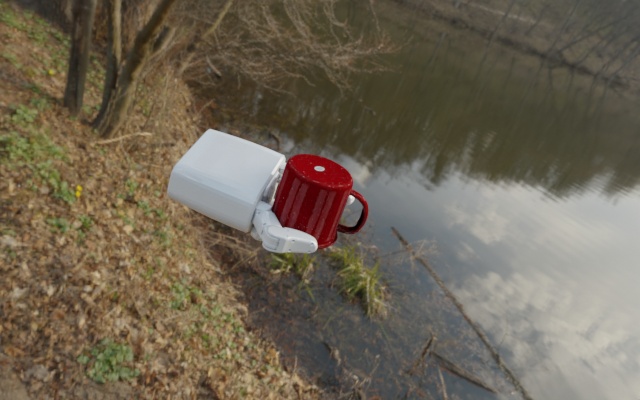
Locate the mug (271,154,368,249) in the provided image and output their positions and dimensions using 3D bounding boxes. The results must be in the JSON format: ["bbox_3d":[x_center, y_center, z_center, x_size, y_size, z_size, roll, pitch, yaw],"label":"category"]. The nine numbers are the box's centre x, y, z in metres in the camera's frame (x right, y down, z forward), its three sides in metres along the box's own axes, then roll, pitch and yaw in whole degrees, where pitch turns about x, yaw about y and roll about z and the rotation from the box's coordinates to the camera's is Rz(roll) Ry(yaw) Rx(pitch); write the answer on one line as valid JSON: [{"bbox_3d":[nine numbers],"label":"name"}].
[{"bbox_3d":[0.001,0.002,0.565,0.117,0.081,0.093,21,27,1],"label":"mug"}]
